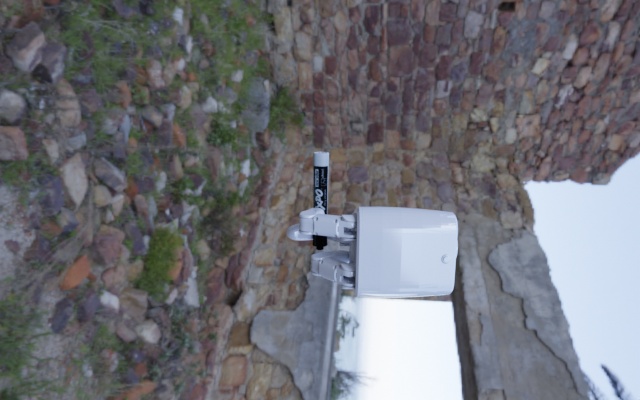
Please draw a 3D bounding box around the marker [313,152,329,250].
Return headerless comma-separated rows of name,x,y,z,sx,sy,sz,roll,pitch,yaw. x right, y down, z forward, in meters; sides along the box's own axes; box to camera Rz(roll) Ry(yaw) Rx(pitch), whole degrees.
marker,0.000,0.002,0.581,0.020,0.121,0.020,1,12,0
